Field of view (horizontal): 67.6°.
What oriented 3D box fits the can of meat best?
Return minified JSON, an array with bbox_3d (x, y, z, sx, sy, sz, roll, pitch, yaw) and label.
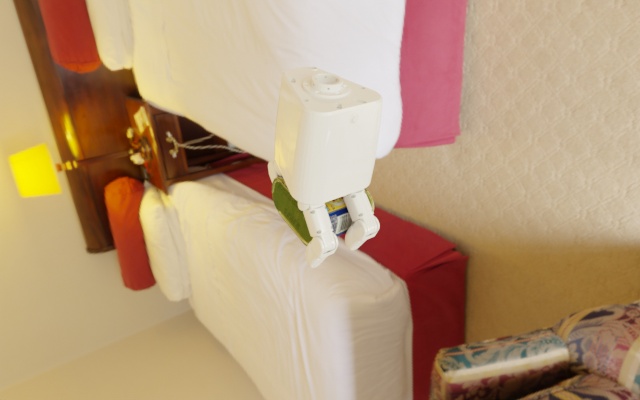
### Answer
[{"bbox_3d":[0.000,0.002,0.583,0.084,0.057,0.102,-19,48,-30],"label":"can of meat"}]
